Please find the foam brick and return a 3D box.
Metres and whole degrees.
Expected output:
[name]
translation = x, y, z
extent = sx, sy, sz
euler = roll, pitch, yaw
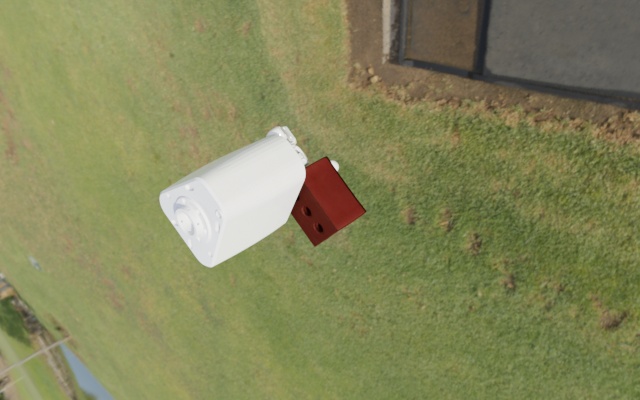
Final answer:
[foam brick]
translation = 0.000, 0.002, 0.529
extent = 0.051, 0.078, 0.053
euler = -34, -3, -41
